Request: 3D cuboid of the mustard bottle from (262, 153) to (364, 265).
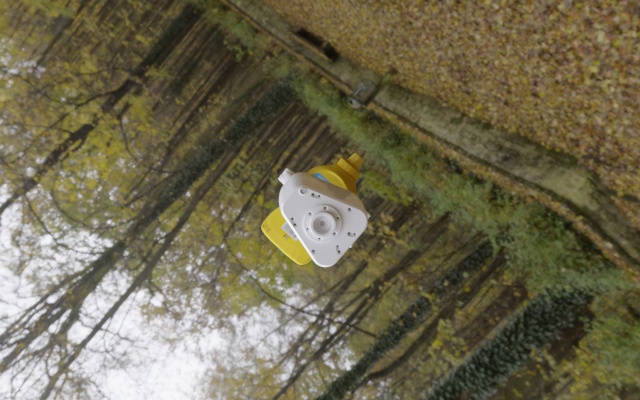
[{"bbox_3d":[0.000,0.003,0.759,0.096,0.191,0.058,42,6,14],"label":"mustard bottle"}]
